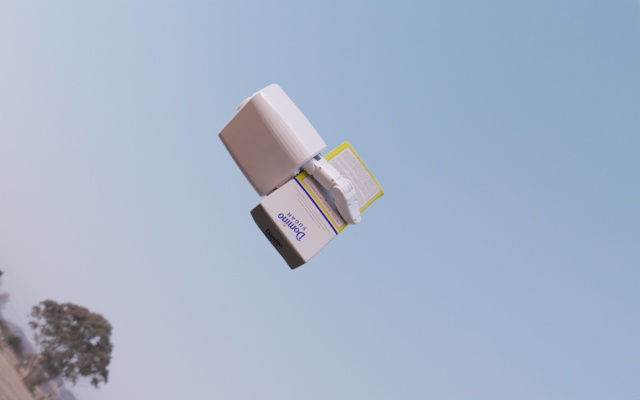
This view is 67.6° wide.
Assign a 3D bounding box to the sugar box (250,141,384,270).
[{"bbox_3d":[0.000,0.002,0.627,0.176,0.093,0.048,-38,2,-36],"label":"sugar box"}]
